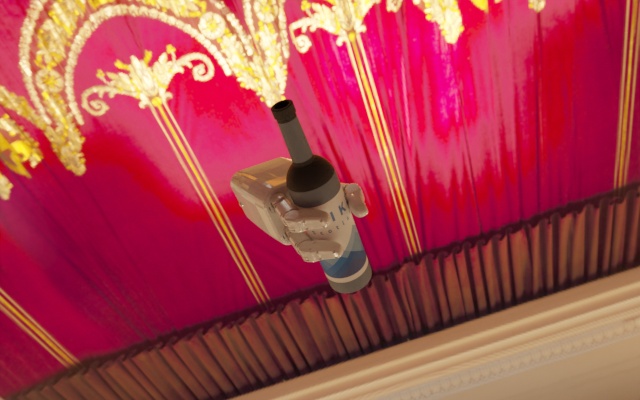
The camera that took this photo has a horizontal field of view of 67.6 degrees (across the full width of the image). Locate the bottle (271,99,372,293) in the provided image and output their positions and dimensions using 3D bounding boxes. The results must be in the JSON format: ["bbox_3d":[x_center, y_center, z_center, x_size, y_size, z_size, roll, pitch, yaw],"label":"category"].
[{"bbox_3d":[0.000,0.002,0.633,0.069,0.296,0.069,-14,36,11],"label":"bottle"}]
